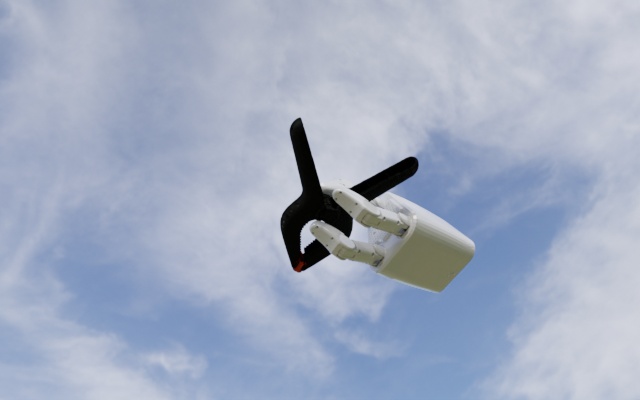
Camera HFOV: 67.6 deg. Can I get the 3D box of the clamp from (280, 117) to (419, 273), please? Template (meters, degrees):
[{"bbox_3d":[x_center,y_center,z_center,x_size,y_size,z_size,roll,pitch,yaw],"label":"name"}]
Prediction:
[{"bbox_3d":[0.000,0.002,0.593,0.164,0.210,0.036,23,28,-22],"label":"clamp"}]
